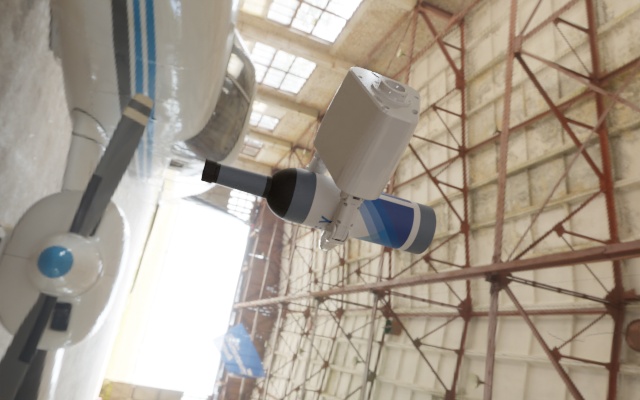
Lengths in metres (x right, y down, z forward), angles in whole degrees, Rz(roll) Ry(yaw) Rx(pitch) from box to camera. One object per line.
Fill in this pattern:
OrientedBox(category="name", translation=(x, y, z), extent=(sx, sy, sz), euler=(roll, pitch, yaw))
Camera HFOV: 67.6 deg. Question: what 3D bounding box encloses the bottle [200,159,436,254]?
OrientedBox(category="bottle", translation=(0.000, 0.002, 0.595), extent=(0.296, 0.069, 0.069), euler=(15, -5, -16))
